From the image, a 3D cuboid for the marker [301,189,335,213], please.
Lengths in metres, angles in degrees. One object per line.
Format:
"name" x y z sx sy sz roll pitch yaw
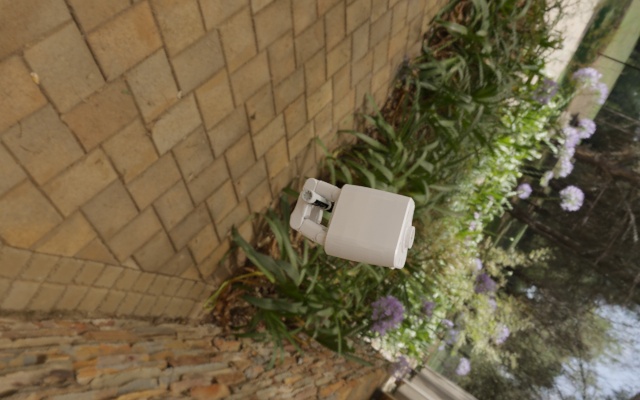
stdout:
"marker" 0.000 0.002 0.736 0.020 0.020 0.121 0 -9 19
